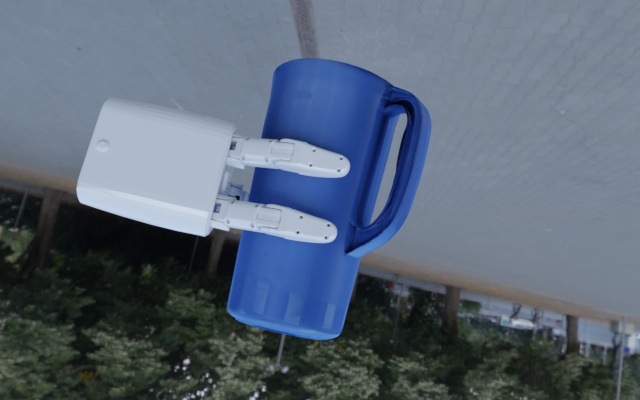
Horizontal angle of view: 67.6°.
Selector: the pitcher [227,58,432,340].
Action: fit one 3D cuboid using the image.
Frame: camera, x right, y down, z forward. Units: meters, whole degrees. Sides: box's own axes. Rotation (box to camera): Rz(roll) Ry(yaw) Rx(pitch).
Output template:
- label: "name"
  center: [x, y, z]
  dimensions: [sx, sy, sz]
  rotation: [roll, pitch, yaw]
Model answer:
- label: "pitcher"
  center: [0.000, 0.001, 0.451]
  dimensions: [0.145, 0.242, 0.149]
  rotation: [14, -10, -8]
